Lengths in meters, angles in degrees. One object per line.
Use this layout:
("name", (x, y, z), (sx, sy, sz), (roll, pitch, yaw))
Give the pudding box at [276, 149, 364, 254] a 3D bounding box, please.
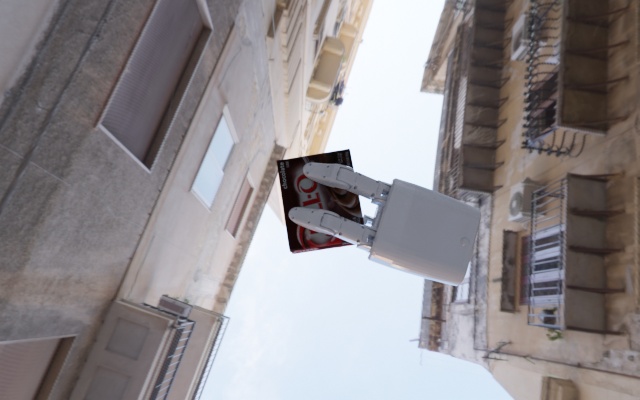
("pudding box", (0.000, 0.002, 0.569), (0.090, 0.113, 0.039), (-9, -14, -2))
